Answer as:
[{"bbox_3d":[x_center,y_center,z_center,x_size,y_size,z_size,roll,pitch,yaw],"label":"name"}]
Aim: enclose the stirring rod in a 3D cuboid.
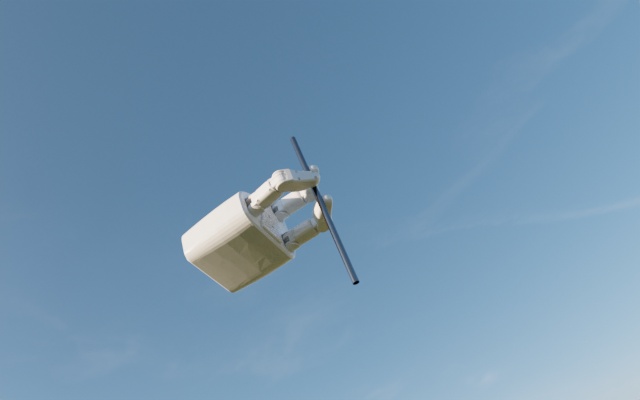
[{"bbox_3d":[0.000,0.002,0.593,0.011,0.239,0.011,-15,-38,-12],"label":"stirring rod"}]
